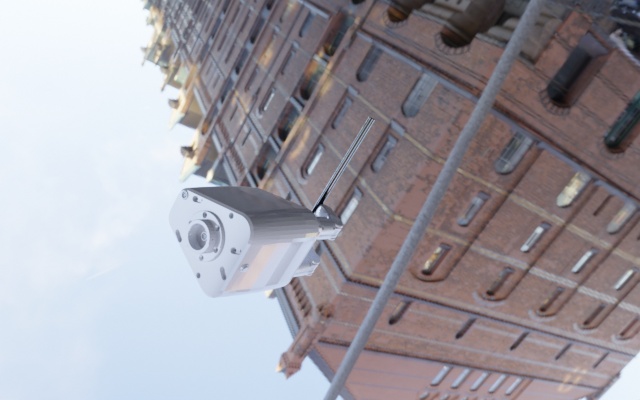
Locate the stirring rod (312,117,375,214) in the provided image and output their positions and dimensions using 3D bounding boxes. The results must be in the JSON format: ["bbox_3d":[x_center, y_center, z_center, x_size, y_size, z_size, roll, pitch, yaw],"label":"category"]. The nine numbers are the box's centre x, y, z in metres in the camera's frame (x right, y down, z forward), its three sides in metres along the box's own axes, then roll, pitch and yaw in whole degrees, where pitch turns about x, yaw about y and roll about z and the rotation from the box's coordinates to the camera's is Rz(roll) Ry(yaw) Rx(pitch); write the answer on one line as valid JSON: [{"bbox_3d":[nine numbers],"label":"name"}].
[{"bbox_3d":[0.000,0.002,0.593,0.011,0.239,0.011,28,18,-10],"label":"stirring rod"}]
